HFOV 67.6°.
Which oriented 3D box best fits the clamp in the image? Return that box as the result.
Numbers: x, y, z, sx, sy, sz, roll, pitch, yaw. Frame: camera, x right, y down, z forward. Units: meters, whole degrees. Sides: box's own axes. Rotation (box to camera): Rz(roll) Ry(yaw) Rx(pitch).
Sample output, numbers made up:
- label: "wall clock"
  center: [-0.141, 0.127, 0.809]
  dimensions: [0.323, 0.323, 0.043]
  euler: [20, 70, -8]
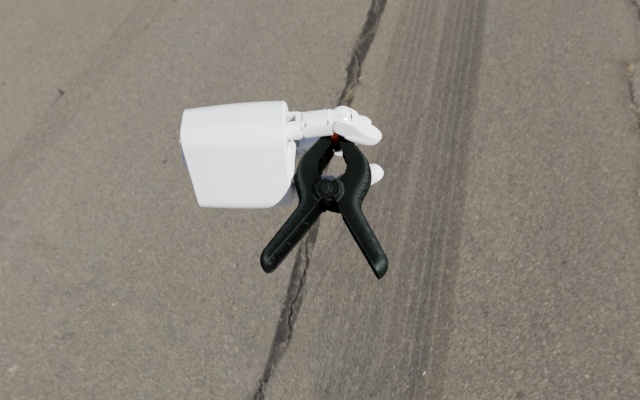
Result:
- label: "clamp"
  center: [0.000, 0.001, 0.478]
  dimensions: [0.120, 0.171, 0.039]
  euler: [-3, -32, 2]
